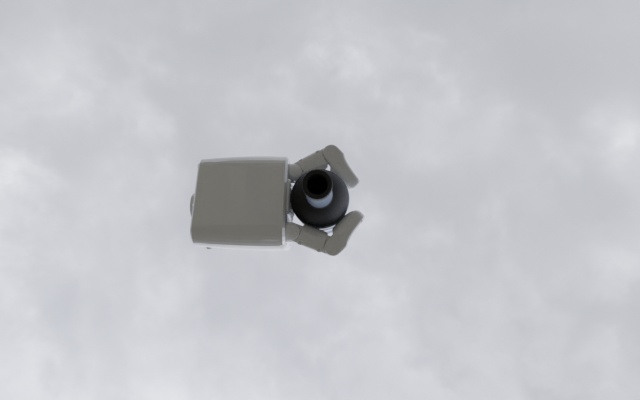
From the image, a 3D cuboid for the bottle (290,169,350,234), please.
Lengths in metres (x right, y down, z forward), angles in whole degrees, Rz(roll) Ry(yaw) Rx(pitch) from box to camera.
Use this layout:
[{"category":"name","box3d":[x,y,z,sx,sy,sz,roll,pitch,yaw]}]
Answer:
[{"category":"bottle","box3d":[0.000,0.002,0.572,0.069,0.069,0.296,0,-6,1]}]
